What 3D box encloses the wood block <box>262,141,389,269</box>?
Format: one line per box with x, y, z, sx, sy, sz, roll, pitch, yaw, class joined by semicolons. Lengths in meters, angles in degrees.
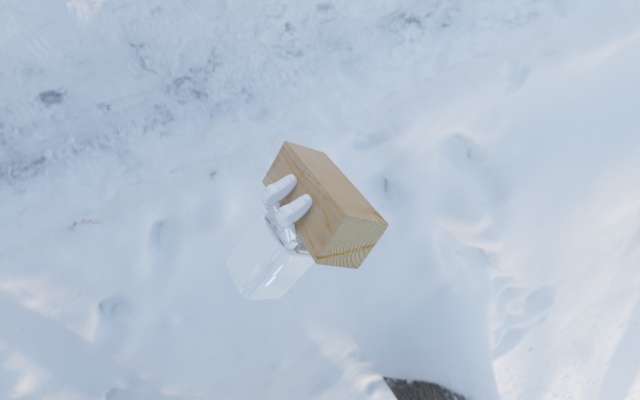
0.000;0.003;0.750;0.091;0.090;0.206;13;27;-40;wood block
